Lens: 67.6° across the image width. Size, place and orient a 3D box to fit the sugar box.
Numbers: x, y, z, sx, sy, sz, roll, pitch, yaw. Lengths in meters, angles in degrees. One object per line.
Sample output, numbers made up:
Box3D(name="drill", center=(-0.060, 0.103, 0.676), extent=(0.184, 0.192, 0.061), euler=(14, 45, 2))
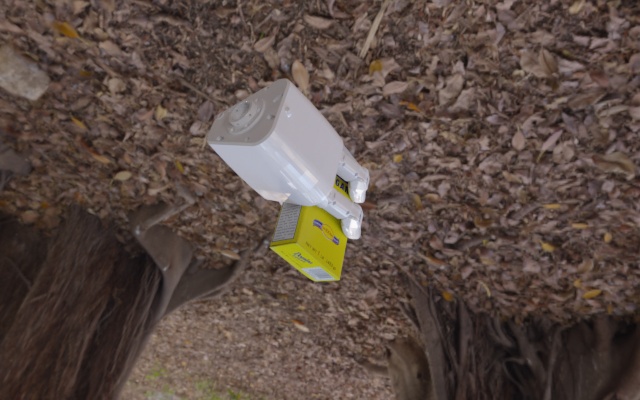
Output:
Box3D(name="sugar box", center=(0.000, 0.002, 0.593), extent=(0.048, 0.176, 0.093), euler=(-10, -39, 34))
